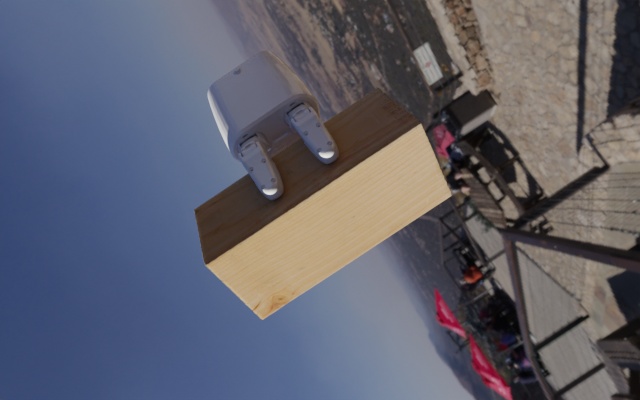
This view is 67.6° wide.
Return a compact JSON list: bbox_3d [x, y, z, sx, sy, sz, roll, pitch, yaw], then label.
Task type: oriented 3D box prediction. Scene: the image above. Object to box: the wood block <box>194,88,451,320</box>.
[{"bbox_3d":[0.000,0.002,0.439,0.206,0.091,0.090,-34,37,2],"label":"wood block"}]
